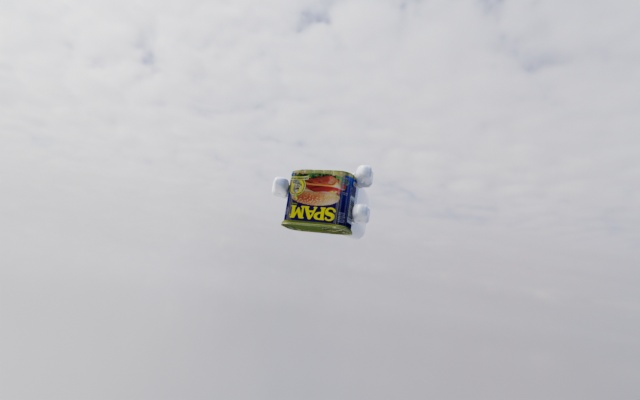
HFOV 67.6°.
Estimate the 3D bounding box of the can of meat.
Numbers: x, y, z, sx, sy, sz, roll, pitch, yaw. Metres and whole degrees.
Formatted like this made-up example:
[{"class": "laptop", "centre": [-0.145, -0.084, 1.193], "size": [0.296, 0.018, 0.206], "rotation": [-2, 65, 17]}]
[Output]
[{"class": "can of meat", "centre": [0.000, 0.002, 0.695], "size": [0.102, 0.084, 0.057], "rotation": [4, -13, 22]}]
